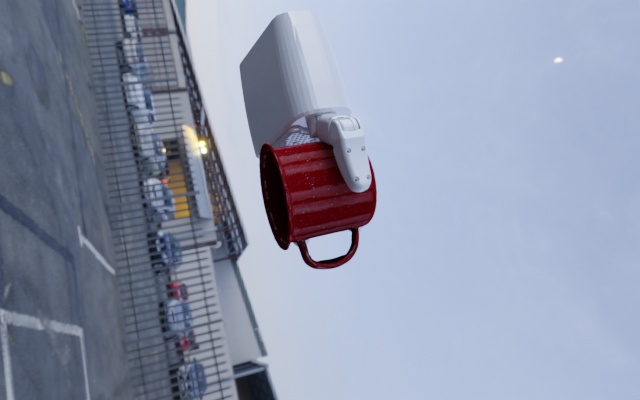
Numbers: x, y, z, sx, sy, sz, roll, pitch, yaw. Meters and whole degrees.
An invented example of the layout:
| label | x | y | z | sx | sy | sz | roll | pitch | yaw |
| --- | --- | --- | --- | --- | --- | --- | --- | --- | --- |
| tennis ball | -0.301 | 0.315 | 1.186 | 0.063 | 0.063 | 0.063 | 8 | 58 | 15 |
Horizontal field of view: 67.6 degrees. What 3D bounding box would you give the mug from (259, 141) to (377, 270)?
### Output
| label | x | y | z | sx | sy | sz | roll | pitch | yaw |
| --- | --- | --- | --- | --- | --- | --- | --- | --- | --- |
| mug | 0.001 | 0.003 | 0.417 | 0.081 | 0.117 | 0.093 | -11 | -12 | -18 |
